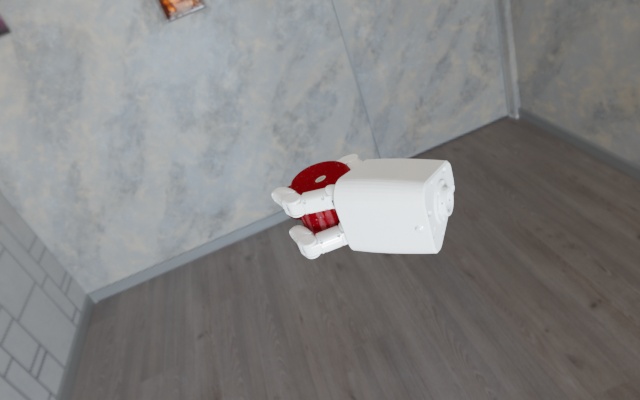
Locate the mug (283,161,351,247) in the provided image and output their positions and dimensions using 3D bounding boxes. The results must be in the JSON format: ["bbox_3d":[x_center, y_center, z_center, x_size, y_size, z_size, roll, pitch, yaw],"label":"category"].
[{"bbox_3d":[-0.001,0.002,0.626,0.117,0.081,0.093,2,39,31],"label":"mug"}]
